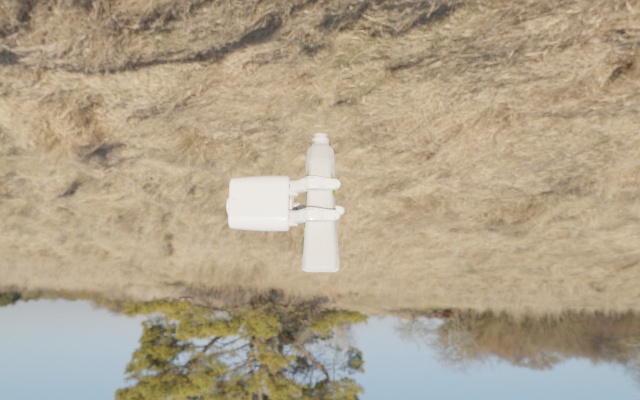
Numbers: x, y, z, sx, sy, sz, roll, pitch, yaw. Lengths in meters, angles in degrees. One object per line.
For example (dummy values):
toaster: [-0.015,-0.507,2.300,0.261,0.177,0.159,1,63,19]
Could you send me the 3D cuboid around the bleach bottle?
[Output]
bleach bottle: [0.000,0.003,0.876,0.068,0.250,0.102,0,-11,1]
